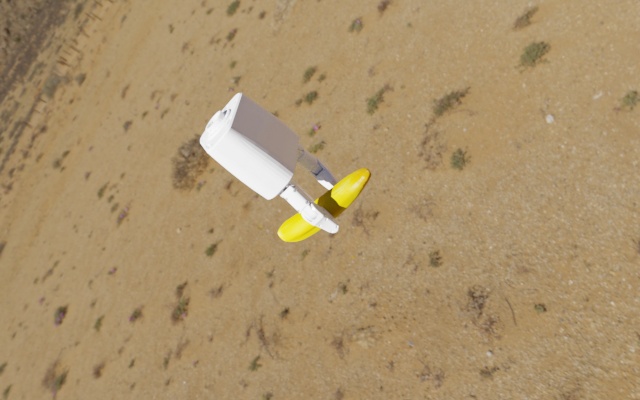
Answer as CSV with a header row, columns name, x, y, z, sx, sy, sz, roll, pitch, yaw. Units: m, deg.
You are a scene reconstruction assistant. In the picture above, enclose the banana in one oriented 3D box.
name,x,y,z,sx,sy,sz,roll,pitch,yaw
banana,-0.006,0.016,0.700,0.037,0.069,0.198,40,-49,-20
